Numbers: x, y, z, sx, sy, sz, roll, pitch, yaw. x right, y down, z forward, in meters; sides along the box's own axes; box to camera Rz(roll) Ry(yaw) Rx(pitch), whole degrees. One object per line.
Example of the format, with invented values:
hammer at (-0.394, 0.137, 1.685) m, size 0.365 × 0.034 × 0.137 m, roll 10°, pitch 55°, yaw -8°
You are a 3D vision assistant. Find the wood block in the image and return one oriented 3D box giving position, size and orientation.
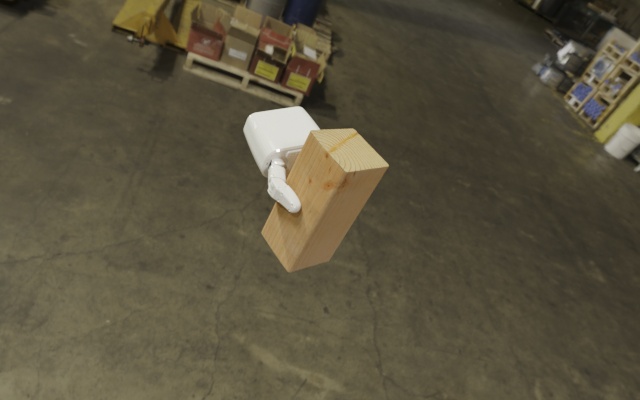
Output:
wood block at (0.000, 0.002, 0.717) m, size 0.091 × 0.206 × 0.090 m, roll -10°, pitch 50°, yaw -41°
